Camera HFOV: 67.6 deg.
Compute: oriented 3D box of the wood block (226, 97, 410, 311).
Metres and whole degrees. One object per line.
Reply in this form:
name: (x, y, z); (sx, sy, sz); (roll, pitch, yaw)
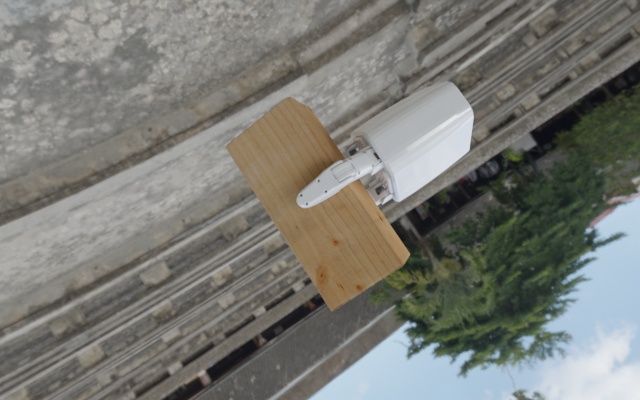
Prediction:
wood block: (0.000, 0.002, 0.524); (0.090, 0.206, 0.091); (-35, -8, 13)
